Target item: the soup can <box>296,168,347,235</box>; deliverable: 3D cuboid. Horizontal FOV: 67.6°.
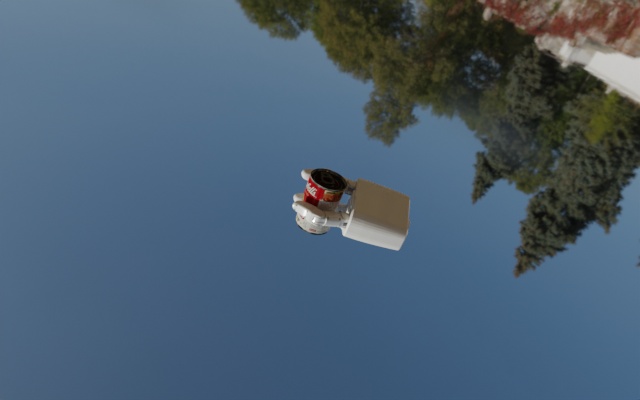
[{"bbox_3d":[0.000,0.003,0.860,0.068,0.102,0.068,14,32,-9],"label":"soup can"}]
